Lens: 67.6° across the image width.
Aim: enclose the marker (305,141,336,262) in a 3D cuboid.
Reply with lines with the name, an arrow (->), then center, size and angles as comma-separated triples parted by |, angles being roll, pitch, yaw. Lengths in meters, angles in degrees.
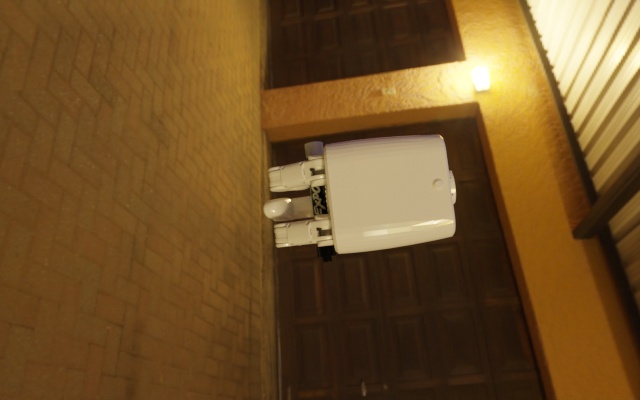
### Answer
marker -> 0.000, 0.002, 0.482 | 0.020, 0.121, 0.020 | -7, -3, 0
